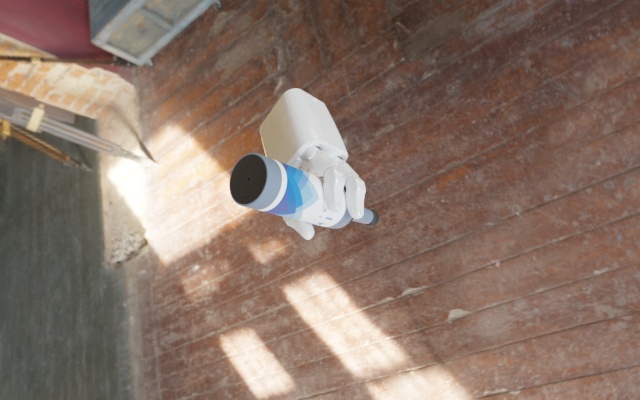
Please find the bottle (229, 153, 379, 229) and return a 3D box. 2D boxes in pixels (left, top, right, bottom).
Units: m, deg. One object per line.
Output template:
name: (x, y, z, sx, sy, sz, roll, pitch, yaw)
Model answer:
bottle: (0.000, 0.002, 0.688, 0.069, 0.069, 0.296, 0, -11, 37)
